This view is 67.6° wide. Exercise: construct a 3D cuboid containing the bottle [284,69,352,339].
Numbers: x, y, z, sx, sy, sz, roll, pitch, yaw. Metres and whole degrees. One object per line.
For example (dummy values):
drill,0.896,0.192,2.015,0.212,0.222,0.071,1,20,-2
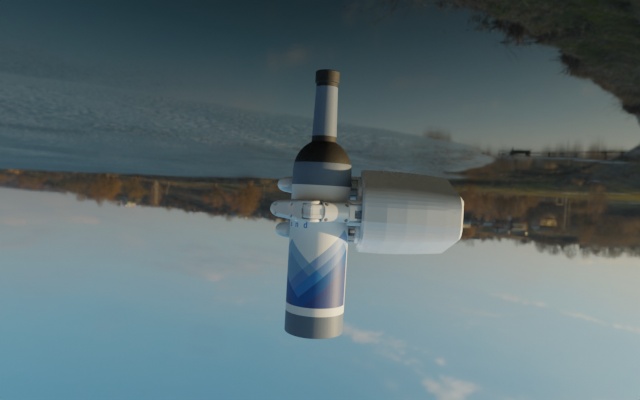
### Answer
bottle,0.000,0.002,0.543,0.069,0.295,0.069,3,1,0
